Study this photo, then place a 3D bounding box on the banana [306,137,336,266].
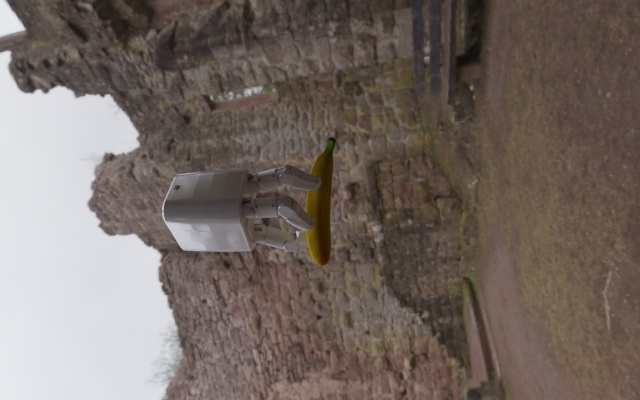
[{"bbox_3d":[-0.001,0.007,0.687,0.037,0.197,0.070,4,-26,-3],"label":"banana"}]
